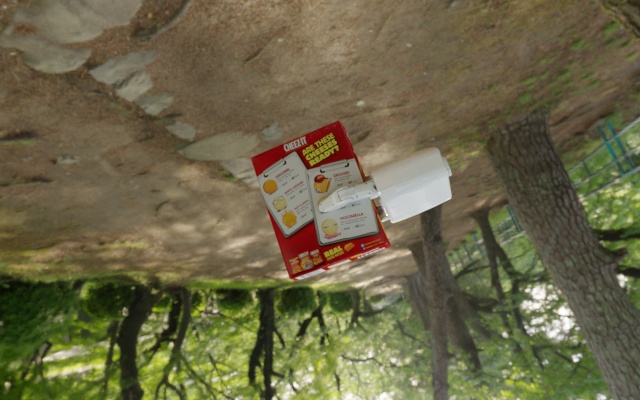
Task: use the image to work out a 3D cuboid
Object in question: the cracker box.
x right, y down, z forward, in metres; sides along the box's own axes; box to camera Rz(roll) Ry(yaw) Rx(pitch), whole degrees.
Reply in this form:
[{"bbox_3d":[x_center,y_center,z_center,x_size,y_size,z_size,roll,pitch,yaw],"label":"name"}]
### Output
[{"bbox_3d":[0.000,0.003,0.778,0.164,0.213,0.072,-22,-14,8],"label":"cracker box"}]
